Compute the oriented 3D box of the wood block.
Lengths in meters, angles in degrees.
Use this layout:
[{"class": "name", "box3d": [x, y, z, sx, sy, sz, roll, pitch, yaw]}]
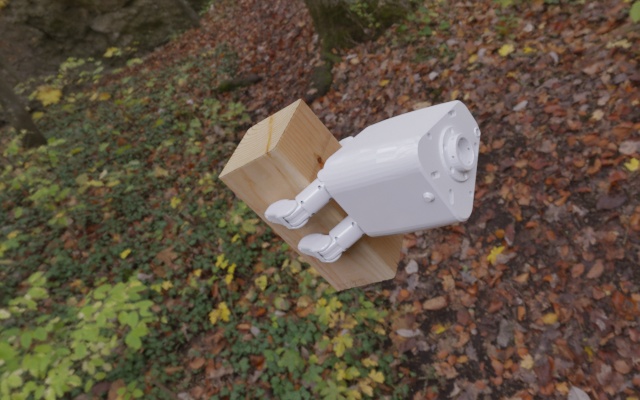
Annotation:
[{"class": "wood block", "box3d": [0.000, 0.001, 0.545, 0.090, 0.090, 0.206, -22, -57, 37]}]
